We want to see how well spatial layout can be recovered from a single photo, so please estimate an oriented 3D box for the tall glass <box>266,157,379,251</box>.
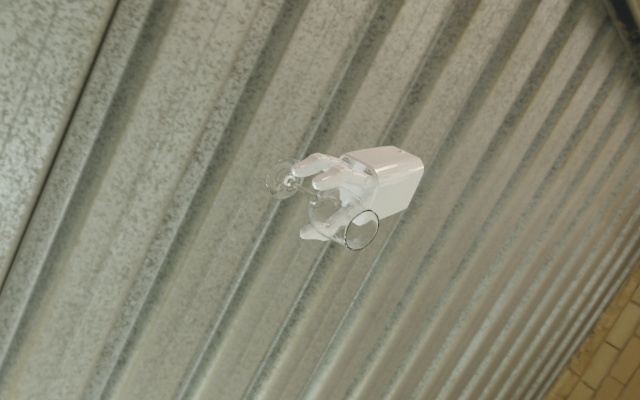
[{"bbox_3d":[0.000,0.002,0.724,0.079,0.079,0.201,0,23,-39],"label":"tall glass"}]
